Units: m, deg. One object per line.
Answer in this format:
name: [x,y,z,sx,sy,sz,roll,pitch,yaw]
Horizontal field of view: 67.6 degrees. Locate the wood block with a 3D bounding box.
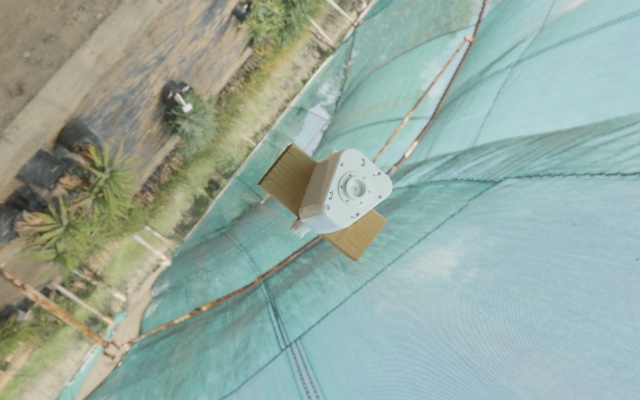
wood block: [0.000,0.003,0.824,0.206,0.091,0.090,40,-5,-10]
